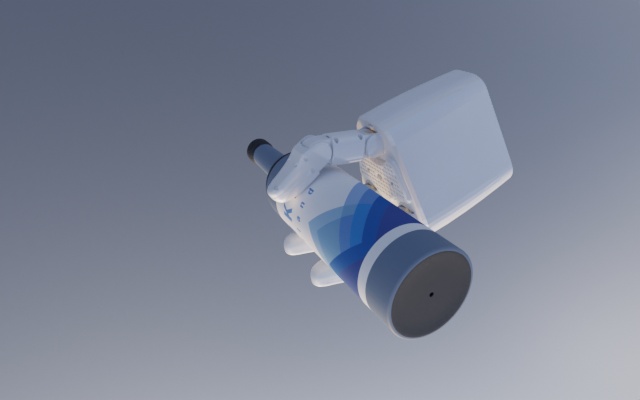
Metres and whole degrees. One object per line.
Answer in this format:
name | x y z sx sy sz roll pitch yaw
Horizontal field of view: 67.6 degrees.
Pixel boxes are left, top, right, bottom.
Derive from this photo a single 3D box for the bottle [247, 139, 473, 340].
bottle | 0.000 0.001 0.409 0.069 0.069 0.295 0 23 -30
